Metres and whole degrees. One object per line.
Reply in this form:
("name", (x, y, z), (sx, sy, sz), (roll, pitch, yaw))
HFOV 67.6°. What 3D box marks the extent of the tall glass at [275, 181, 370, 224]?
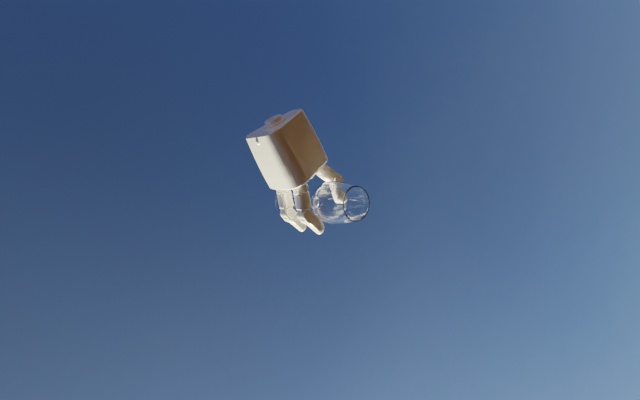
("tall glass", (0.000, 0.003, 0.891), (0.079, 0.079, 0.201), (0, 2, -38))
